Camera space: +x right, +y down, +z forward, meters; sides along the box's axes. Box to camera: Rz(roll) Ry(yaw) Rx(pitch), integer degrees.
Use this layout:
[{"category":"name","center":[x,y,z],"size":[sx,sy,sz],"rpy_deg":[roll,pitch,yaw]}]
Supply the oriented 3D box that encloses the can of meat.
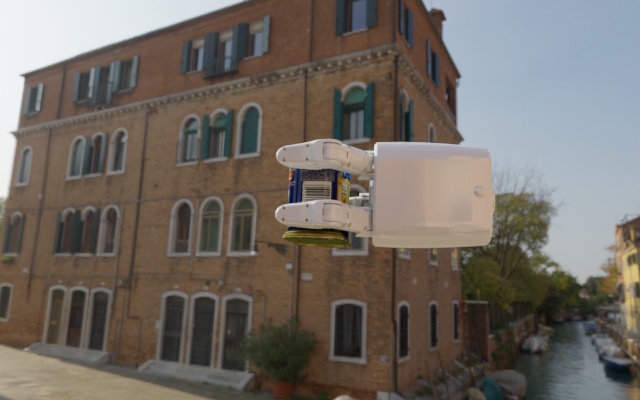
[{"category":"can of meat","center":[0.000,0.001,0.482],"size":[0.057,0.084,0.102],"rpy_deg":[1,-10,10]}]
